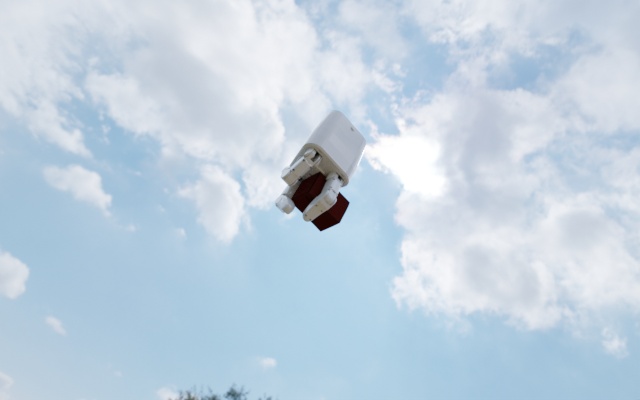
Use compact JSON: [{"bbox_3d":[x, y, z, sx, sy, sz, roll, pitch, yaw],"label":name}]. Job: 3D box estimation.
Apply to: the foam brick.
[{"bbox_3d":[0.000,0.003,0.791,0.053,0.078,0.051,-25,27,44],"label":"foam brick"}]
